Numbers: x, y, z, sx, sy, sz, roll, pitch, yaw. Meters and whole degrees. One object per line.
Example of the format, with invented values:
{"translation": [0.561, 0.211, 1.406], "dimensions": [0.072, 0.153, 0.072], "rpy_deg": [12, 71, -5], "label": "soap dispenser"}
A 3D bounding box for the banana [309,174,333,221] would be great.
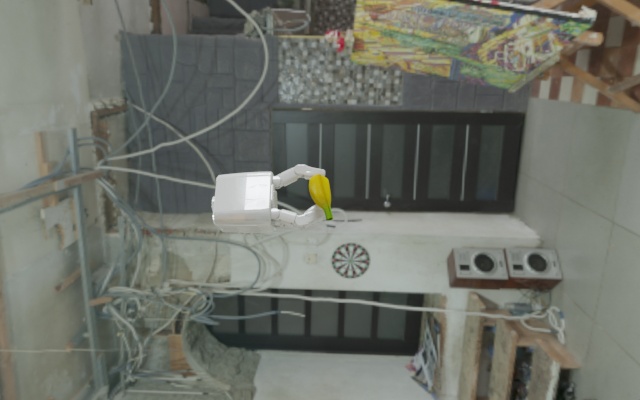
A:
{"translation": [-0.001, -0.015, 0.873], "dimensions": [0.037, 0.069, 0.197], "rpy_deg": [-5, 10, 0], "label": "banana"}
